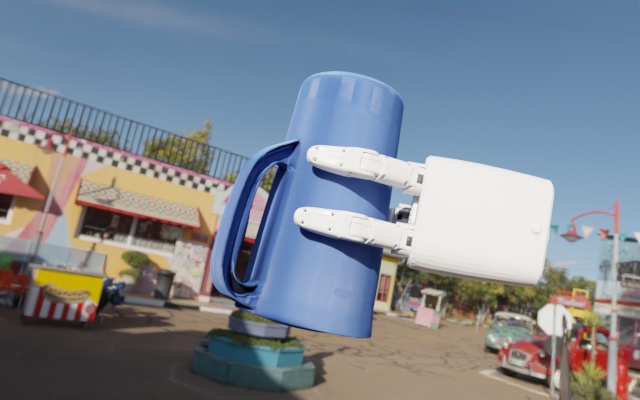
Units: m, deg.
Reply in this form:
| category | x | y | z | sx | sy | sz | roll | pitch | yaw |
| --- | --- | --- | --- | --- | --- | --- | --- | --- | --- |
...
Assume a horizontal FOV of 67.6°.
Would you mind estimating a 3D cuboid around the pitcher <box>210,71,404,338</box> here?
| category | x | y | z | sx | sy | sz | roll | pitch | yaw |
| --- | --- | --- | --- | --- | --- | --- | --- | --- | --- |
| pitcher | 0.000 | 0.002 | 0.464 | 0.145 | 0.243 | 0.149 | 11 | -9 | 8 |
